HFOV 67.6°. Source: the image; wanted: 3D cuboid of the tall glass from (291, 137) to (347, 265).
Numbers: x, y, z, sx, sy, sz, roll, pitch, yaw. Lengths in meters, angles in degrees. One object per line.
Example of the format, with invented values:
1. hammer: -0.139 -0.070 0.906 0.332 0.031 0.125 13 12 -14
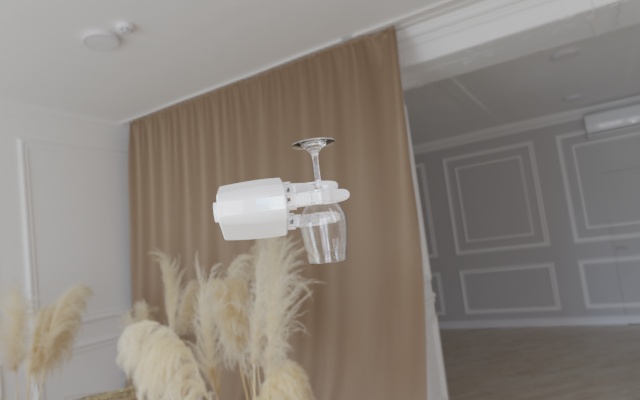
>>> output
1. tall glass: 0.000 0.002 0.790 0.079 0.201 0.079 -7 -5 -1
